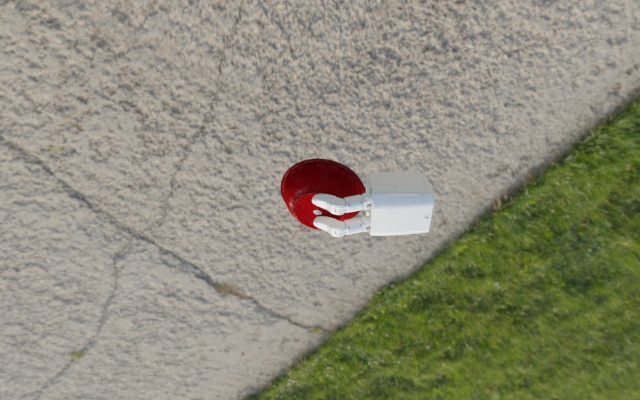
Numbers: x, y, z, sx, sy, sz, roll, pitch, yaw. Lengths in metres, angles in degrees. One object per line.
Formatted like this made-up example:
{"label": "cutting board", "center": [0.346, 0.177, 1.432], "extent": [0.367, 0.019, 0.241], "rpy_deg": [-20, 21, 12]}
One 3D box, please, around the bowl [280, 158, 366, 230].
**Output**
{"label": "bowl", "center": [-0.001, 0.003, 0.874], "extent": [0.162, 0.162, 0.055], "rpy_deg": [0, 42, 12]}
